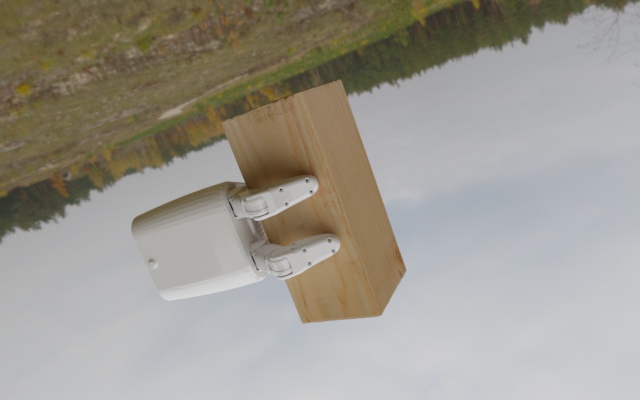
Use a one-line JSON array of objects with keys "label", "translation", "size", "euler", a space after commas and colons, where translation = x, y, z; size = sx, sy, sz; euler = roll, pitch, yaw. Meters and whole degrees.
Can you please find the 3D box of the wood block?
[{"label": "wood block", "translation": [0.000, 0.002, 0.459], "size": [0.090, 0.206, 0.090], "euler": [-14, 14, 29]}]
